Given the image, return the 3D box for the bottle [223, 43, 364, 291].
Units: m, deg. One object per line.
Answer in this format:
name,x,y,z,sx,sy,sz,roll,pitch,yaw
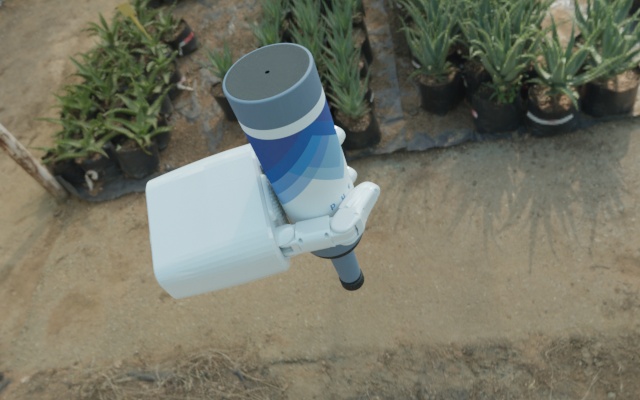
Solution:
bottle,0.000,0.001,0.440,0.069,0.069,0.296,0,-38,19
